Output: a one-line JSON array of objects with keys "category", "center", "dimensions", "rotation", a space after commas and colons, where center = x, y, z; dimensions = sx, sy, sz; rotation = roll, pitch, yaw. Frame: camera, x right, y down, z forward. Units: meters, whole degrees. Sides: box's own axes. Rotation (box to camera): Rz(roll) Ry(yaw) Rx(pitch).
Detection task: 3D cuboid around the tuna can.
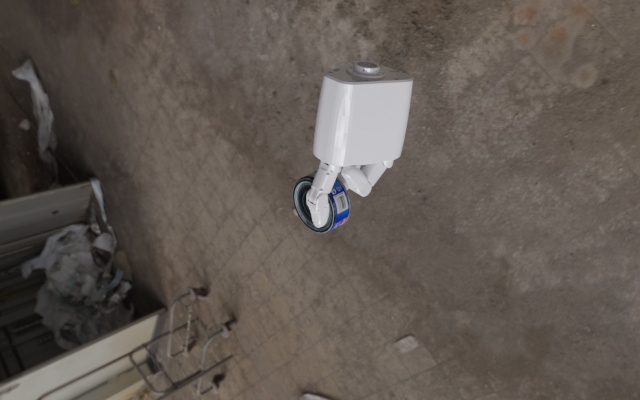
[{"category": "tuna can", "center": [0.000, 0.002, 0.673], "dimensions": [0.033, 0.086, 0.086], "rotation": [-27, 17, -39]}]
